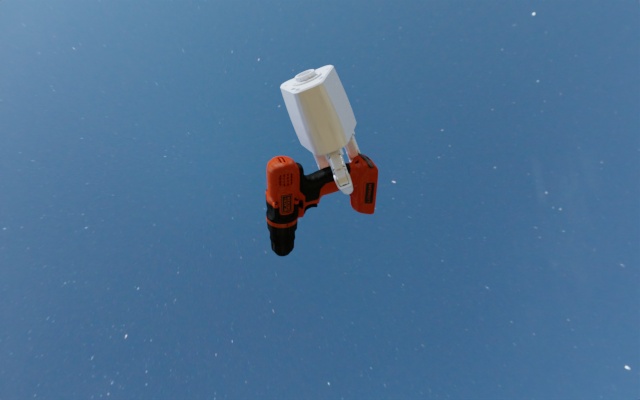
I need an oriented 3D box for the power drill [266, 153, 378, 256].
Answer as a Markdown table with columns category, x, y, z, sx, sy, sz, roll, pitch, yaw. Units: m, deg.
| category | x | y | z | sx | sy | sz | roll | pitch | yaw |
| --- | --- | --- | --- | --- | --- | --- | --- | --- | --- |
| power drill | 0.001 | 0.002 | 0.796 | 0.187 | 0.185 | 0.057 | -13 | 38 | -21 |
